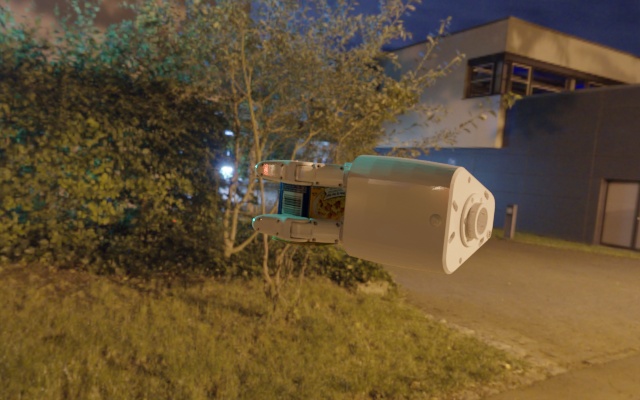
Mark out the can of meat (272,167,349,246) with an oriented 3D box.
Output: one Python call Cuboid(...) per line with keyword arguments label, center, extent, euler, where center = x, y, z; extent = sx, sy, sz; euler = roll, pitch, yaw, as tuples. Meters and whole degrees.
Cuboid(label="can of meat", center=(0.000, 0.001, 0.518), extent=(0.057, 0.084, 0.102), euler=(10, 7, 43))
